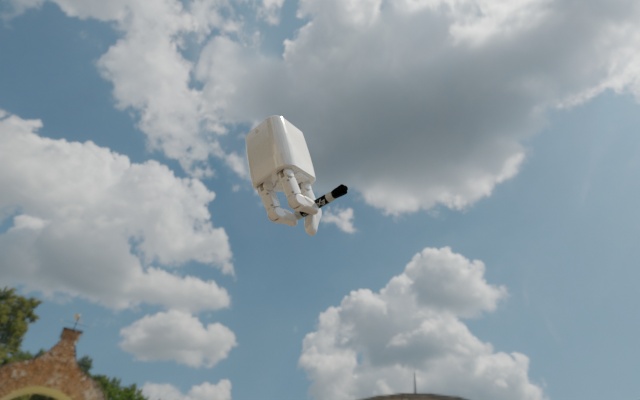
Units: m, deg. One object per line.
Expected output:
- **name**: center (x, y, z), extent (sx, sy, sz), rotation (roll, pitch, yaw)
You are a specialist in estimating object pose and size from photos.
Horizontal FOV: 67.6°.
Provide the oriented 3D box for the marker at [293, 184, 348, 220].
- **marker**: center (0.000, 0.003, 0.837), extent (0.121, 0.020, 0.020), rotation (-29, -18, 35)
